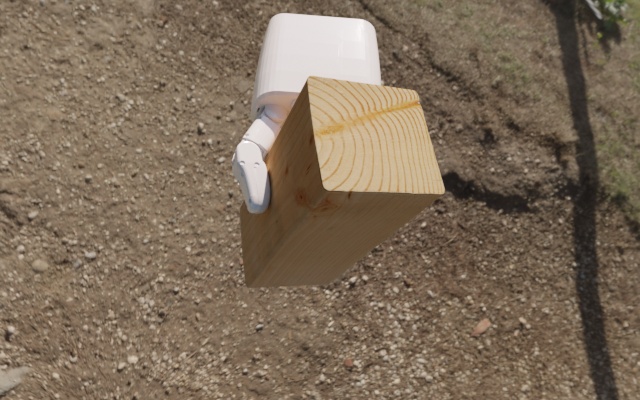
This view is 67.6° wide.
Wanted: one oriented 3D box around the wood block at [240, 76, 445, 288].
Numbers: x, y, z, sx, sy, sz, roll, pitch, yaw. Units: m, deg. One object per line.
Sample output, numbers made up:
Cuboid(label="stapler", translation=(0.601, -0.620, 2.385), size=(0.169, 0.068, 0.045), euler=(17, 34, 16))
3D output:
Cuboid(label="wood block", translation=(0.000, 0.001, 0.404), size=(0.091, 0.090, 0.206), euler=(2, -27, -22))
